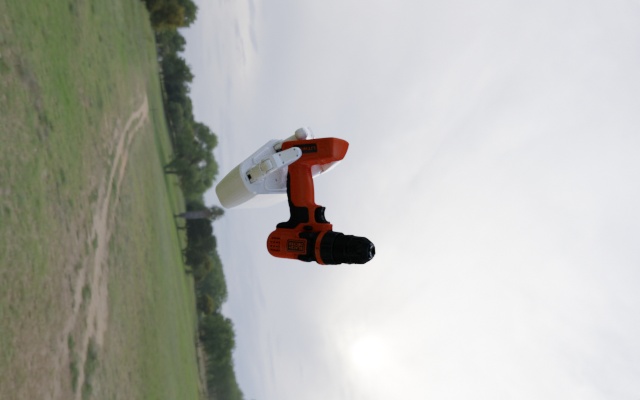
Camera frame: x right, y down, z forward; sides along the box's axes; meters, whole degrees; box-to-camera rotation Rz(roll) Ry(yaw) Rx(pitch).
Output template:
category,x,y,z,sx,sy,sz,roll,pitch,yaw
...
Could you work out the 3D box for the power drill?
category,x,y,z,sx,sy,sz,roll,pitch,yaw
power drill,0.000,0.002,0.715,0.184,0.187,0.057,1,-4,32
